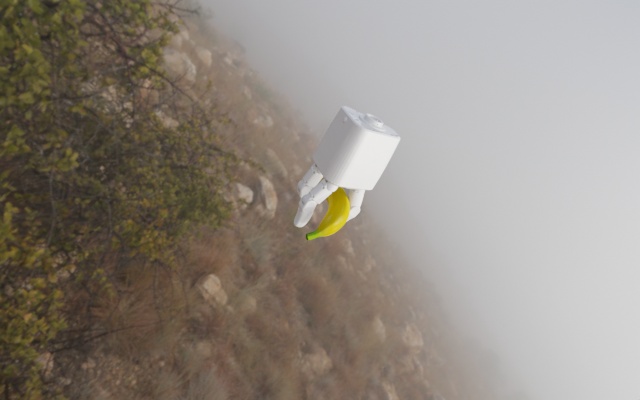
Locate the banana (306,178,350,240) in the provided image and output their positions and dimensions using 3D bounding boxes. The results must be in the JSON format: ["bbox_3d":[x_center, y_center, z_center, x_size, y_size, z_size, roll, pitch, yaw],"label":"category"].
[{"bbox_3d":[0.018,0.006,0.849,0.069,0.037,0.197,6,30,2],"label":"banana"}]
